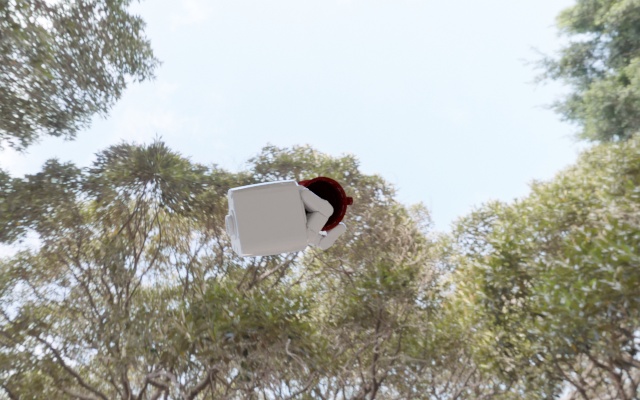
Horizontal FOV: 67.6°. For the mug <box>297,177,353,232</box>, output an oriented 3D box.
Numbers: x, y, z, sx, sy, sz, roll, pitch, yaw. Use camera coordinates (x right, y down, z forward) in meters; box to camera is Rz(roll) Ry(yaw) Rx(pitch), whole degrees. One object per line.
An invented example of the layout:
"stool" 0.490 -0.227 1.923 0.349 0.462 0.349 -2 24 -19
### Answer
"mug" 0.001 0.003 0.848 0.117 0.093 0.081 -7 5 -20
